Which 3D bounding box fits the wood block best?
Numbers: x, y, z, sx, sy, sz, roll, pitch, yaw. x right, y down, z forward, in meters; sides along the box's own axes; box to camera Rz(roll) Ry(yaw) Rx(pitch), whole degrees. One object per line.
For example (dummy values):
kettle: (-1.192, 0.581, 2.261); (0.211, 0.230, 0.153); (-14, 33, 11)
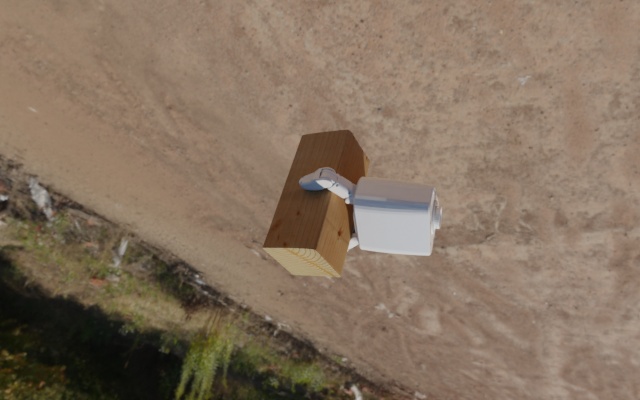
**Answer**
wood block: (0.000, 0.002, 0.730); (0.090, 0.206, 0.091); (-2, -34, 31)
